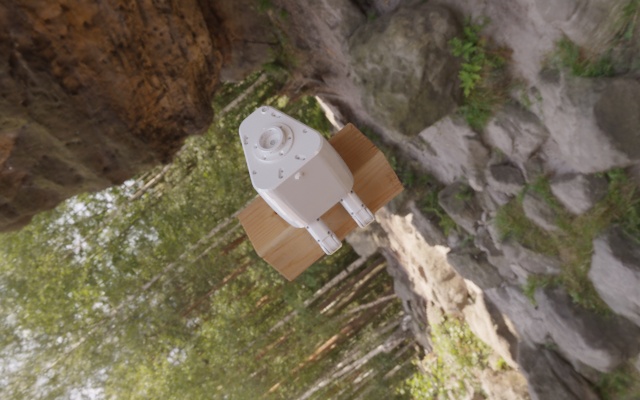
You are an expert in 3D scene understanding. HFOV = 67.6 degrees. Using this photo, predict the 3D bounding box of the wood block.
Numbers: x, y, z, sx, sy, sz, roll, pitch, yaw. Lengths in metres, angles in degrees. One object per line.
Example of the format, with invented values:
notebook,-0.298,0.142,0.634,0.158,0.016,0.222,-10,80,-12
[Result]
wood block,0.000,0.002,0.668,0.090,0.206,0.090,49,3,-46
